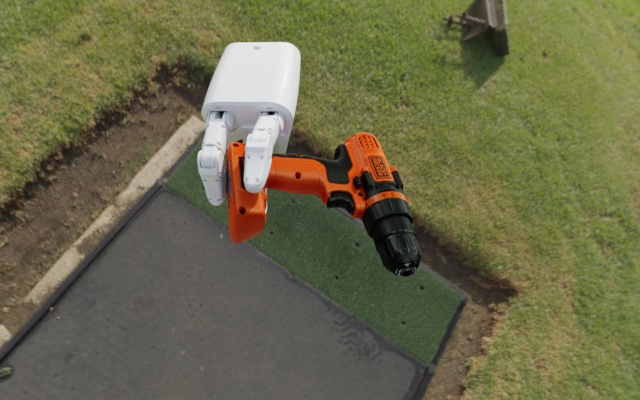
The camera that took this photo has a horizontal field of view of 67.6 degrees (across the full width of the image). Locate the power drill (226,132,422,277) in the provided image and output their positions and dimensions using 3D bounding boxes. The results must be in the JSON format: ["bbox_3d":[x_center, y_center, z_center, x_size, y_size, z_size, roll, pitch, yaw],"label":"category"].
[{"bbox_3d":[0.000,0.001,0.495,0.187,0.184,0.057,0,-42,-18],"label":"power drill"}]
